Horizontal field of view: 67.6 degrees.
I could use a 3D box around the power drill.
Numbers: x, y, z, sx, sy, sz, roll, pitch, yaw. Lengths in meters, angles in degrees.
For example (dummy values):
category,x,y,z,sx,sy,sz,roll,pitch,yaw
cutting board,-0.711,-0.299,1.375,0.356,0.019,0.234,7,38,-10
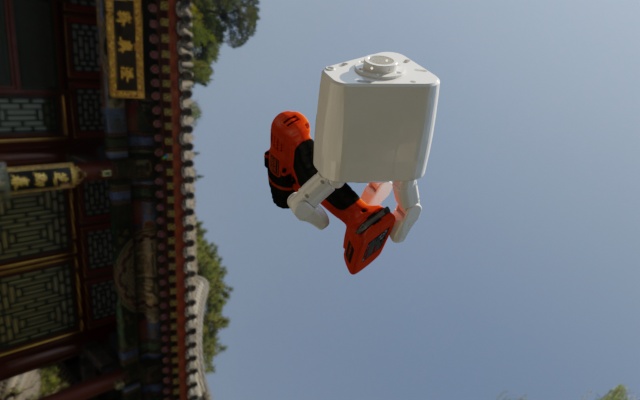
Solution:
category,x,y,z,sx,sy,sz,roll,pitch,yaw
power drill,0.000,0.002,0.599,0.057,0.187,0.184,-37,-21,-23
